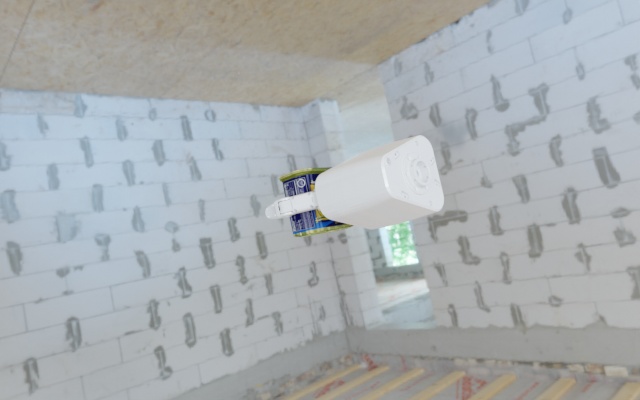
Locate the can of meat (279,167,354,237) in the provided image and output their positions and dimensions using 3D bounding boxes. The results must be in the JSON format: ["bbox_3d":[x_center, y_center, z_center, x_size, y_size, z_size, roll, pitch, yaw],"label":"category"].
[{"bbox_3d":[0.000,0.002,0.648,0.057,0.084,0.102,-17,-7,42],"label":"can of meat"}]
